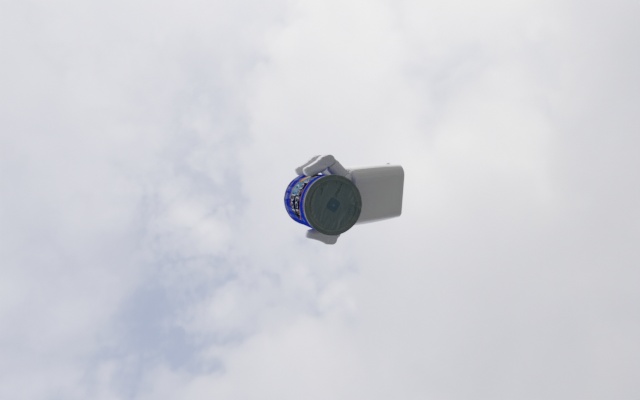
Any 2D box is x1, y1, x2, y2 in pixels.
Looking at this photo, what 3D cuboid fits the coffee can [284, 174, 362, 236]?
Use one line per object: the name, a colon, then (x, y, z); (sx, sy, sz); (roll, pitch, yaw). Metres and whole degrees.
coffee can: (0.000, 0.003, 0.861); (0.103, 0.103, 0.140); (0, 4, -19)
